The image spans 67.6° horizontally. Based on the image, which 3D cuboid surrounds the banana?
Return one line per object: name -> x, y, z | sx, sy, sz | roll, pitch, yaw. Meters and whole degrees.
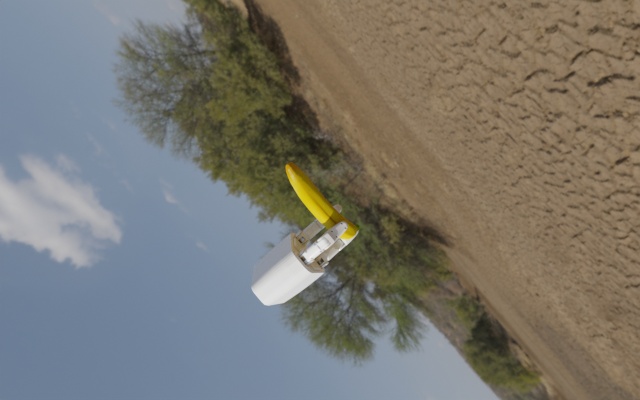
banana -> 0.005, 0.013, 0.860 | 0.037, 0.198, 0.069 | -40, 25, 11
